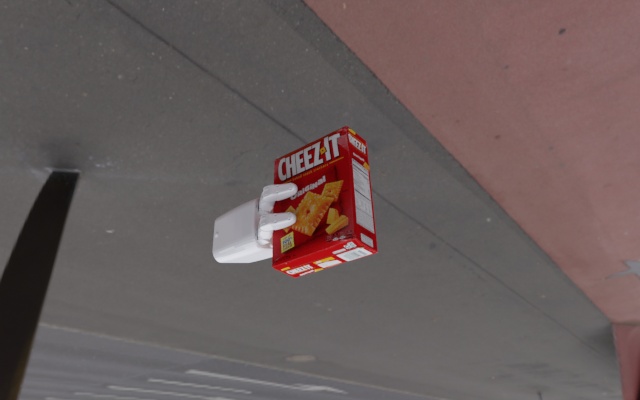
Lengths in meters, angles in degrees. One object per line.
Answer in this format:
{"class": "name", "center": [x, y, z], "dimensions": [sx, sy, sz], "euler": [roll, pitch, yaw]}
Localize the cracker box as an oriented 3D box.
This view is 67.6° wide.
{"class": "cracker box", "center": [0.000, 0.003, 0.795], "dimensions": [0.164, 0.213, 0.072], "euler": [-21, -35, 30]}
